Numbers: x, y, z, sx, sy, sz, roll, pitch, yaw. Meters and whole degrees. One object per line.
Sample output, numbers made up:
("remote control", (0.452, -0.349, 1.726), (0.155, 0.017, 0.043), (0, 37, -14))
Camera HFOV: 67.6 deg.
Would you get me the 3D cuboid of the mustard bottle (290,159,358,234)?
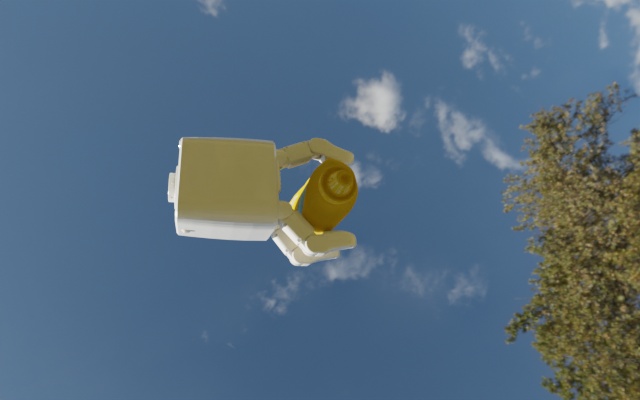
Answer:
("mustard bottle", (0.000, 0.002, 0.573), (0.058, 0.096, 0.192), (26, -21, -6))
